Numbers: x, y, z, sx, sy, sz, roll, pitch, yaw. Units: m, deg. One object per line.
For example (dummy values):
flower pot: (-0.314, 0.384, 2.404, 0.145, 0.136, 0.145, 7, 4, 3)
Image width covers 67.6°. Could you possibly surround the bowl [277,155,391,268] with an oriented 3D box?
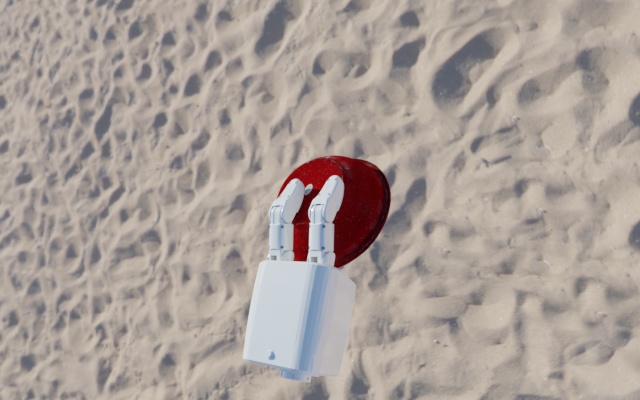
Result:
bowl: (0.000, 0.001, 0.574, 0.162, 0.162, 0.055, 0, -31, 36)
